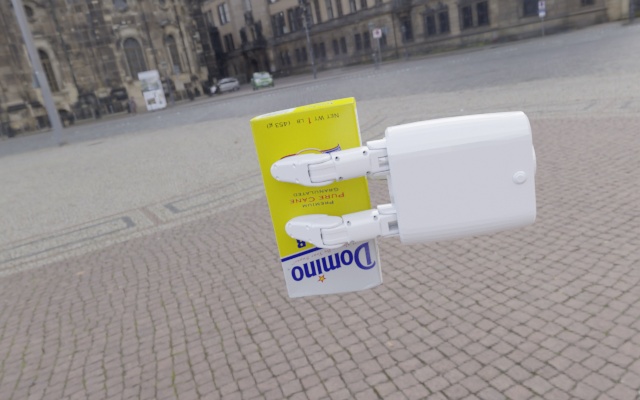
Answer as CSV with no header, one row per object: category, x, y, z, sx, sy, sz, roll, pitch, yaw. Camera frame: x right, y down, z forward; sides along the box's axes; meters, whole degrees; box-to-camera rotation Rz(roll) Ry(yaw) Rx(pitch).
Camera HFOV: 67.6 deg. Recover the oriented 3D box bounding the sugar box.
sugar box,0.000,0.001,0.443,0.093,0.176,0.048,-9,16,8
